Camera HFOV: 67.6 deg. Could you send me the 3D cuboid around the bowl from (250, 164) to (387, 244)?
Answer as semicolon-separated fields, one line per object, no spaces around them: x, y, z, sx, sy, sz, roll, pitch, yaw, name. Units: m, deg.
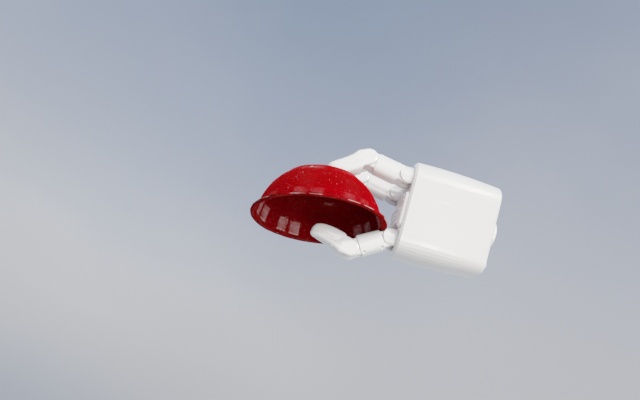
-0.001;0.001;0.569;0.162;0.055;0.162;5;-23;2;bowl
